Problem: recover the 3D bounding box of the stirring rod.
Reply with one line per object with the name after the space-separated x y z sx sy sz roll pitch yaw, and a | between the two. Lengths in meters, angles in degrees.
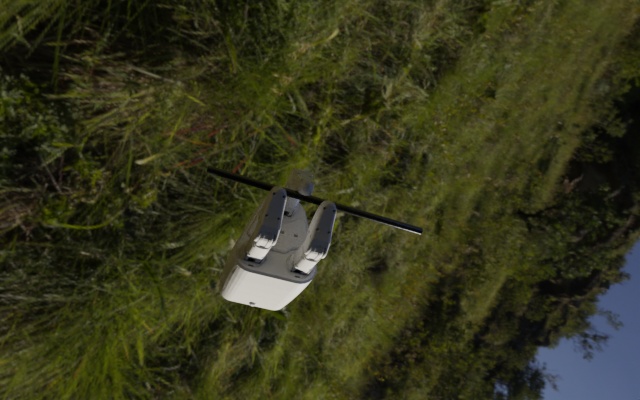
0.000 0.002 0.501 0.239 0.011 0.011 16 -4 -15 | stirring rod
